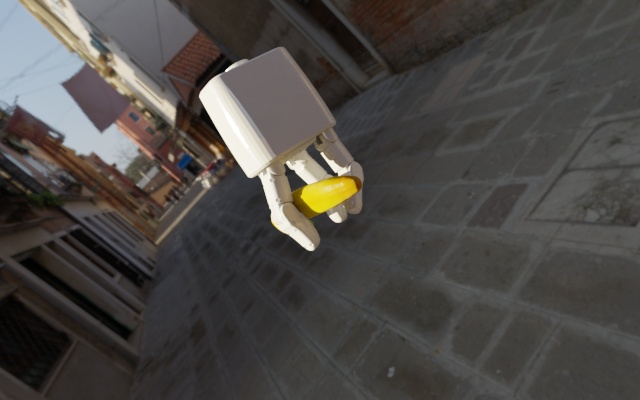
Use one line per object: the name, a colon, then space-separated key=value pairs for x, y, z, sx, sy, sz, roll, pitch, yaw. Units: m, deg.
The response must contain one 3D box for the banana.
banana: x=-0.018 y=0.008 z=0.550 sx=0.069 sy=0.037 sz=0.198 roll=-16 pitch=-8 yaw=-20
